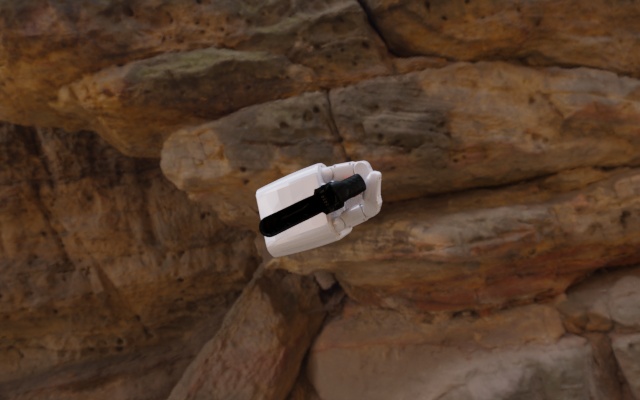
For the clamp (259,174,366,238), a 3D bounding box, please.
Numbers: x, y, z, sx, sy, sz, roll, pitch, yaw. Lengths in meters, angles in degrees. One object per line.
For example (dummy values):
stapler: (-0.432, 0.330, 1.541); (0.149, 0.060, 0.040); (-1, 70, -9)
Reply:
clamp: (0.000, 0.001, 0.590); (0.120, 0.039, 0.171); (-20, -1, 20)
